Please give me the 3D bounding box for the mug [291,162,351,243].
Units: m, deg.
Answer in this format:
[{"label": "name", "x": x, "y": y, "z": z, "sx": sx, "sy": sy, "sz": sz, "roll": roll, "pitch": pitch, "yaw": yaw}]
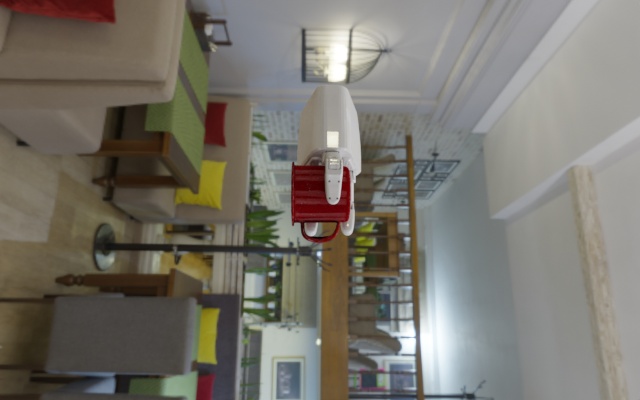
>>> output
[{"label": "mug", "x": 0.000, "y": 0.004, "z": 0.680, "sx": 0.081, "sy": 0.117, "sz": 0.093, "roll": 0, "pitch": -17, "yaw": -1}]
